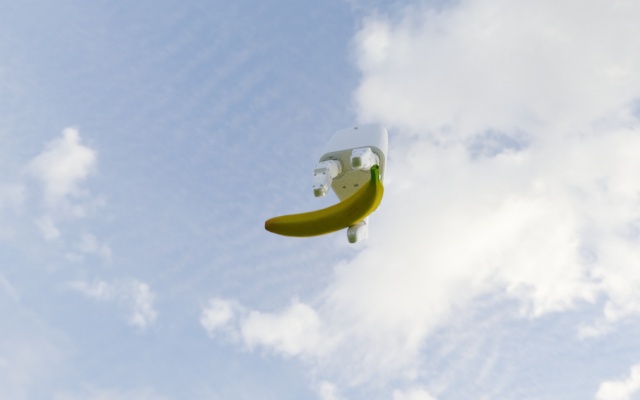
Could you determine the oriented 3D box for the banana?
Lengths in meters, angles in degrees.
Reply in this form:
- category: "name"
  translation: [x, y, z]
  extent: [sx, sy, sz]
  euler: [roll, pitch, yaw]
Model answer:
- category: "banana"
  translation: [0.014, 0.014, 0.657]
  extent: [0.198, 0.070, 0.037]
  euler: [-28, 24, 27]
